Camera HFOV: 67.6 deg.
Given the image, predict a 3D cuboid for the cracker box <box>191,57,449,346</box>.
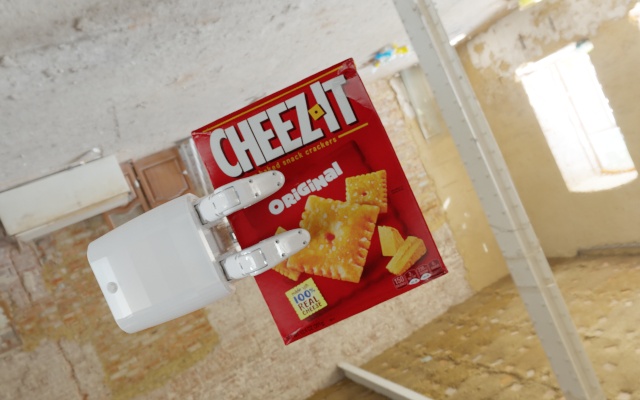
[{"bbox_3d":[0.000,0.002,0.449,0.164,0.213,0.072,-24,1,4],"label":"cracker box"}]
